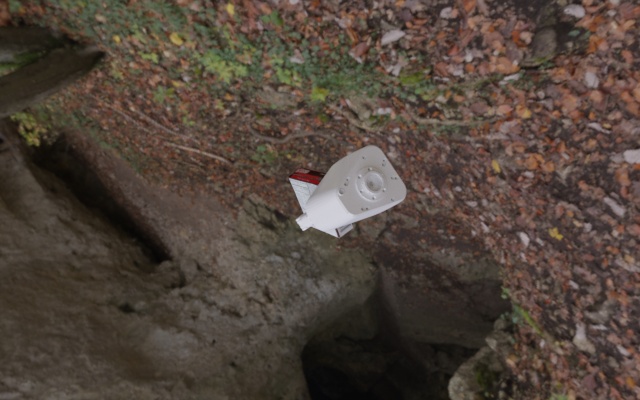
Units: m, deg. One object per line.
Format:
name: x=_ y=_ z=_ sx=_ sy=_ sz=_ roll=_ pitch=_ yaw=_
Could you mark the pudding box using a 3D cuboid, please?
pudding box: x=0.000 y=0.003 z=0.824 sx=0.039 sy=0.113 sz=0.090 roll=-35 pitch=31 yaw=-27
